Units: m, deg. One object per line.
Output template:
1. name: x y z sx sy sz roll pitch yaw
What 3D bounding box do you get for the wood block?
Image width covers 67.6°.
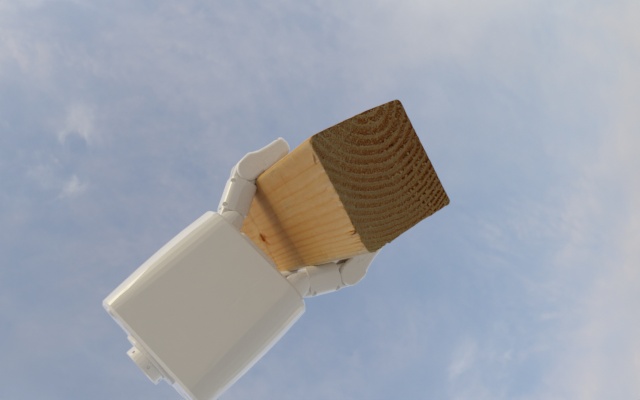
1. wood block: 0.000 0.001 0.425 0.090 0.091 0.206 -28 2 -30
